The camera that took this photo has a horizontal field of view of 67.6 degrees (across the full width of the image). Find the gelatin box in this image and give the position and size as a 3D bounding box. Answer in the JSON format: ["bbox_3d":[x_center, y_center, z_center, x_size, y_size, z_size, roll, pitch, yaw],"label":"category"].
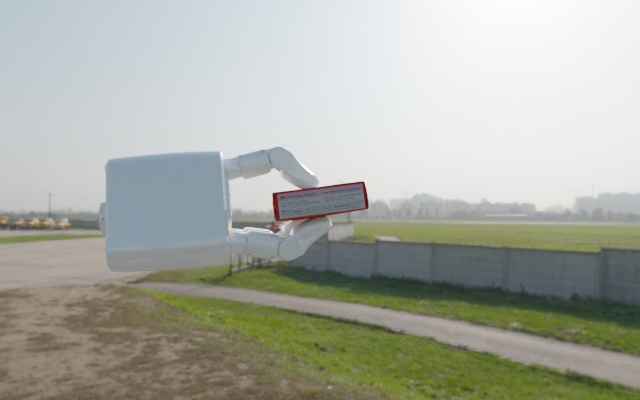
[{"bbox_3d":[0.000,0.001,0.475,0.089,0.030,0.073,-8,0,1],"label":"gelatin box"}]
